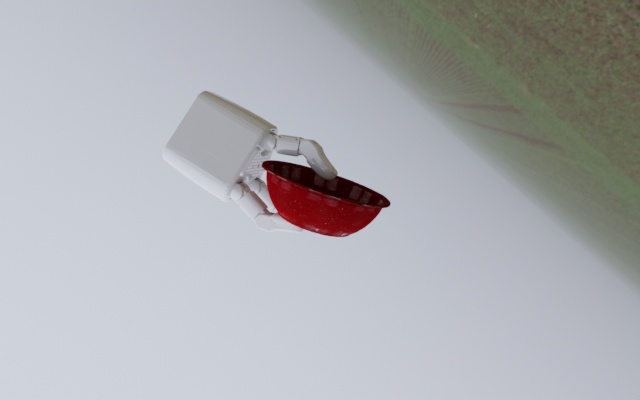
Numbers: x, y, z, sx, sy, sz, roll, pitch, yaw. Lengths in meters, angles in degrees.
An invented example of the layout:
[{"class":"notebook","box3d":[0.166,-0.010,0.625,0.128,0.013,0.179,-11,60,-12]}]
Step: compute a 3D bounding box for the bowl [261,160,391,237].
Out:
[{"class":"bowl","box3d":[0.001,0.003,0.577,0.162,0.055,0.162,17,11,-3]}]
